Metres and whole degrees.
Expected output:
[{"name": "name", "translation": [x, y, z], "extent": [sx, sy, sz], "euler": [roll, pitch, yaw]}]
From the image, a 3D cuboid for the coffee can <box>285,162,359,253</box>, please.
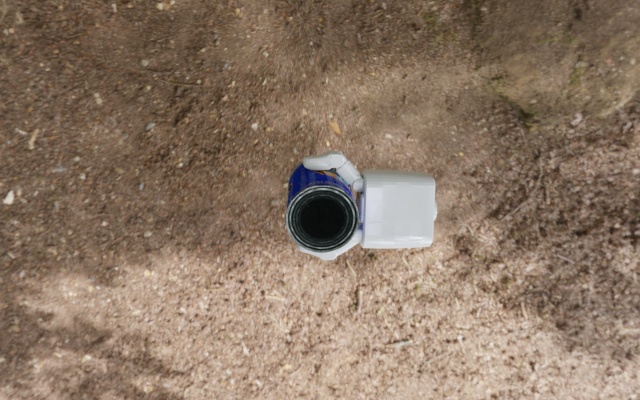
[{"name": "coffee can", "translation": [0.000, 0.002, 0.723], "extent": [0.103, 0.103, 0.140], "euler": [0, 21, -2]}]
